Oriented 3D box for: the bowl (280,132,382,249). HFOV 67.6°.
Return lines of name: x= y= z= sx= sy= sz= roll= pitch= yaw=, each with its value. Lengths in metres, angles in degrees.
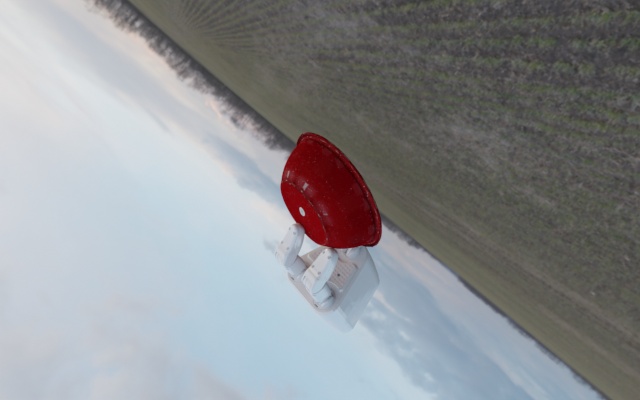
bowl: x=-0.001 y=0.001 z=0.573 sx=0.055 sy=0.162 sz=0.162 roll=-33 pitch=13 yaw=-20
